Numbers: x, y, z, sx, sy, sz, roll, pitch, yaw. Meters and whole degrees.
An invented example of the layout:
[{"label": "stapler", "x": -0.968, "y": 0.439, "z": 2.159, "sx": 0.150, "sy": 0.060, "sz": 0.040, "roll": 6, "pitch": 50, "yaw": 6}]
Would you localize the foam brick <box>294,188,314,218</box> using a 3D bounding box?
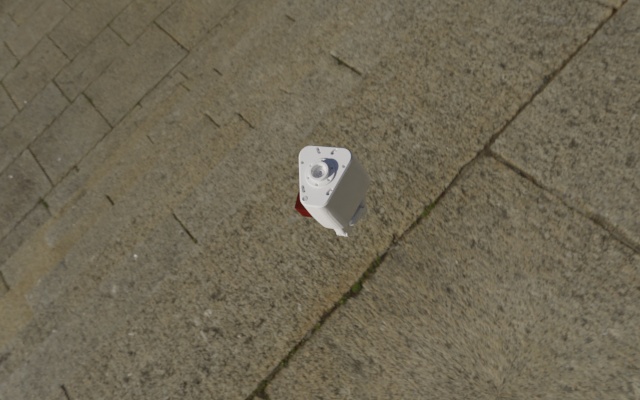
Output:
[{"label": "foam brick", "x": 0.000, "y": 0.003, "z": 0.875, "sx": 0.078, "sy": 0.053, "sz": 0.051, "roll": 7, "pitch": -17, "yaw": 23}]
